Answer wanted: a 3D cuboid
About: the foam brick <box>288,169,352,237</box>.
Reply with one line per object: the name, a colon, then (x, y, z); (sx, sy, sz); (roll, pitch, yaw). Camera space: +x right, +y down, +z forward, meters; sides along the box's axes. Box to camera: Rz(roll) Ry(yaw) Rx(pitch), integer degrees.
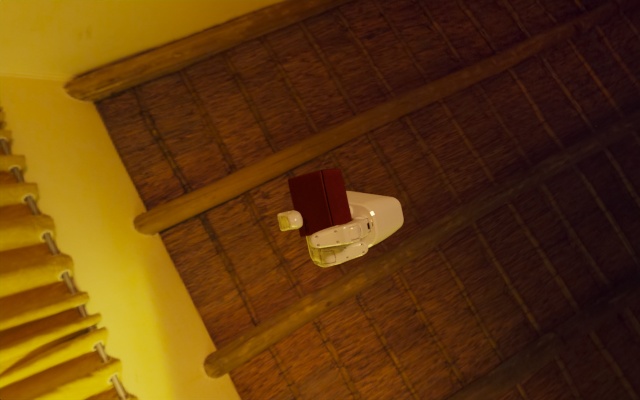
foam brick: (0.000, 0.002, 0.606); (0.053, 0.078, 0.051); (-11, 2, 32)
